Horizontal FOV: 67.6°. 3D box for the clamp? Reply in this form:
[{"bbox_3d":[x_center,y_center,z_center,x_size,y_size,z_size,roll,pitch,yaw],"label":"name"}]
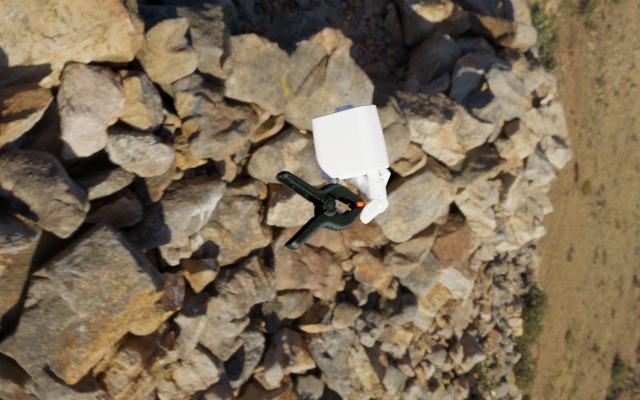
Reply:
[{"bbox_3d":[0.001,0.003,0.766,0.171,0.120,0.039,-14,5,-42],"label":"clamp"}]
